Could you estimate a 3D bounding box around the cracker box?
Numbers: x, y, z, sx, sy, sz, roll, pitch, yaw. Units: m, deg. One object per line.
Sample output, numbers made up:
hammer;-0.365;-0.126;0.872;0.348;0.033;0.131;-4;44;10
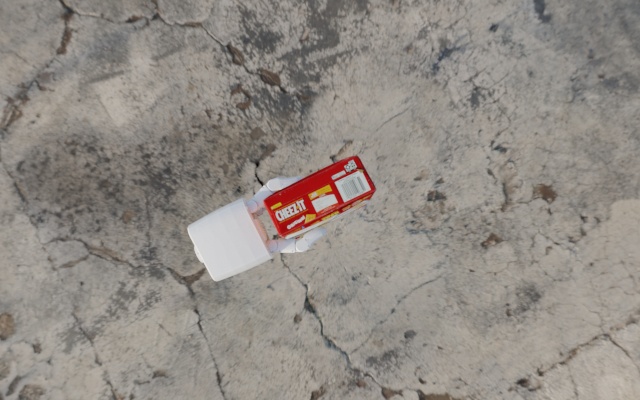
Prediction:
cracker box;0.000;0.003;0.820;0.164;0.072;0.214;-26;-6;-2
